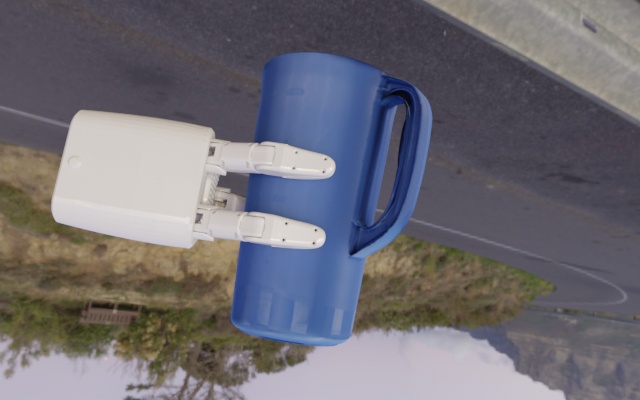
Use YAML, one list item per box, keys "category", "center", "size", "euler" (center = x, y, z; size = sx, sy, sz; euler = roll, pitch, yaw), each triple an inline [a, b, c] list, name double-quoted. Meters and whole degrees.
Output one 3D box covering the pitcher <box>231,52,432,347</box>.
- category: "pitcher"
  center: [0.000, 0.001, 0.432]
  size: [0.145, 0.243, 0.149]
  euler: [10, -9, -8]
